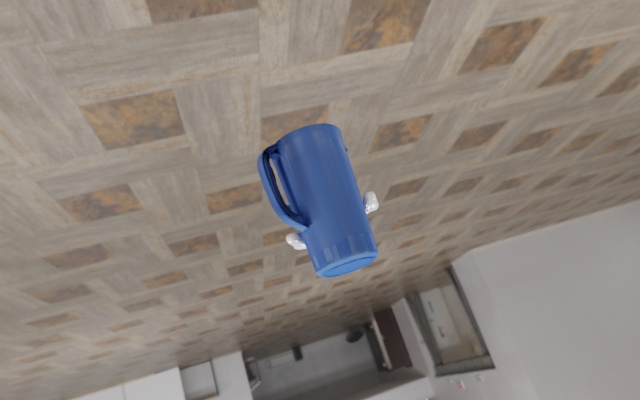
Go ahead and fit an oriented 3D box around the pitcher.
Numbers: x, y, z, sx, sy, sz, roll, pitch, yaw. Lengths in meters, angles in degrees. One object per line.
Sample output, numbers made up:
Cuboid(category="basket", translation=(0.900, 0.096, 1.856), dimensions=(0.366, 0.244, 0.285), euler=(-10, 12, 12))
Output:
Cuboid(category="pitcher", translation=(0.000, 0.003, 0.809), dimensions=(0.149, 0.242, 0.145), euler=(-21, -19, 5))
